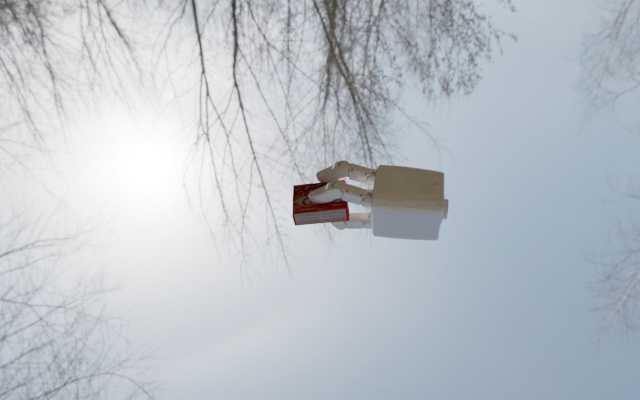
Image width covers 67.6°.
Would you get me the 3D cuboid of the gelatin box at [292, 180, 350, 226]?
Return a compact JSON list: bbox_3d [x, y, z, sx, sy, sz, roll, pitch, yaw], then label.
[{"bbox_3d":[0.000,0.003,0.769,0.089,0.030,0.073,-6,40,3],"label":"gelatin box"}]
